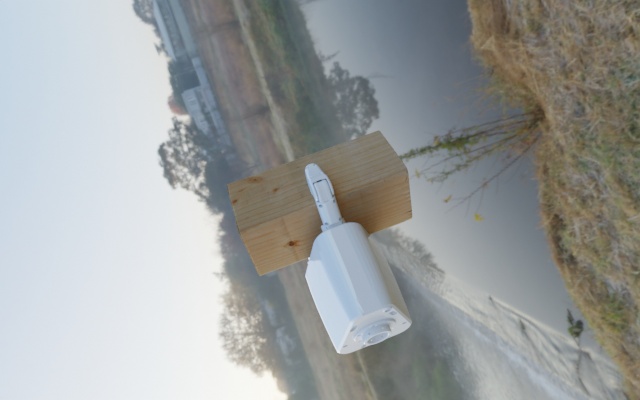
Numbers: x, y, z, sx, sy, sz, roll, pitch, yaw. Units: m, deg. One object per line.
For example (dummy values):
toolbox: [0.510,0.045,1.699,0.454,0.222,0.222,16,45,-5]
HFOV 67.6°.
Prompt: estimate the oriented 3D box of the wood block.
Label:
wood block: [0.000,0.002,0.599,0.206,0.091,0.090,-20,44,-5]
